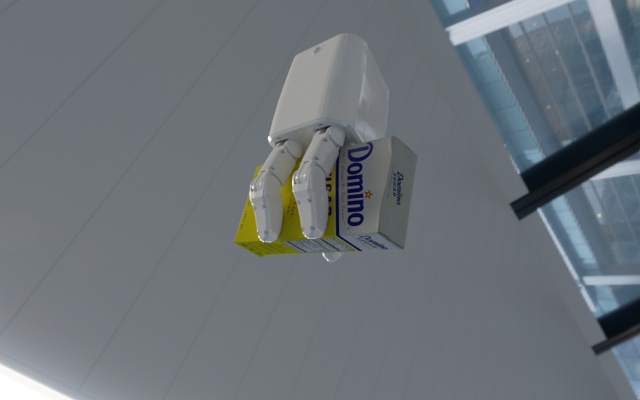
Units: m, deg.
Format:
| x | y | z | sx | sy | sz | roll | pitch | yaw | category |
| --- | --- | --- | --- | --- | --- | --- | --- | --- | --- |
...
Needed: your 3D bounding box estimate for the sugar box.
| x | y | z | sx | sy | sz | roll | pitch | yaw | category |
| --- | --- | --- | --- | --- | --- | --- | --- | --- | --- |
| 0.000 | 0.001 | 0.451 | 0.176 | 0.093 | 0.048 | -10 | -32 | 42 | sugar box |
